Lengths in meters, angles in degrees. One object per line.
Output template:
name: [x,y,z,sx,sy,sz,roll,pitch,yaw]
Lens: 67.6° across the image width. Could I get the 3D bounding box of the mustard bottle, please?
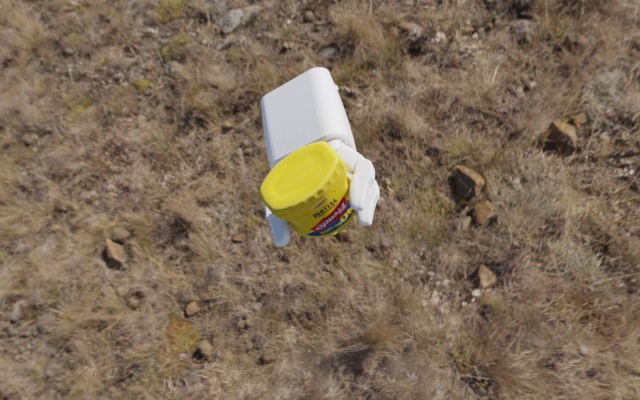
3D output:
mustard bottle: [0.000,0.002,0.593,0.096,0.058,0.192,-39,-24,0]
